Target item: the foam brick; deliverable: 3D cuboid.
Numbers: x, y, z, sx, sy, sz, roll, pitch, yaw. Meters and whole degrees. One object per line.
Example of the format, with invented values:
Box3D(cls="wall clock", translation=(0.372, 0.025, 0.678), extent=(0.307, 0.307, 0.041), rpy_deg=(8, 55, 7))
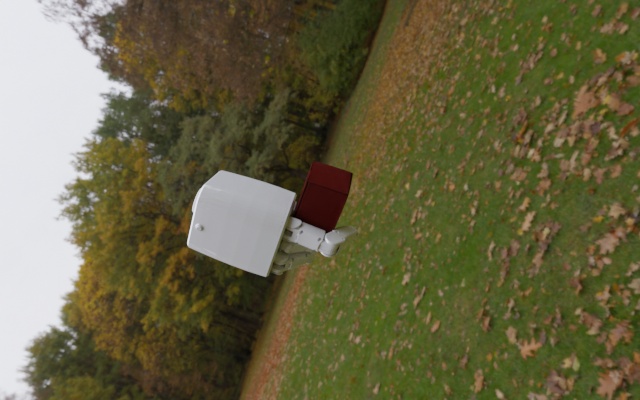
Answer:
Box3D(cls="foam brick", translation=(0.000, 0.002, 0.573), extent=(0.051, 0.078, 0.053), rpy_deg=(20, 32, -3))
